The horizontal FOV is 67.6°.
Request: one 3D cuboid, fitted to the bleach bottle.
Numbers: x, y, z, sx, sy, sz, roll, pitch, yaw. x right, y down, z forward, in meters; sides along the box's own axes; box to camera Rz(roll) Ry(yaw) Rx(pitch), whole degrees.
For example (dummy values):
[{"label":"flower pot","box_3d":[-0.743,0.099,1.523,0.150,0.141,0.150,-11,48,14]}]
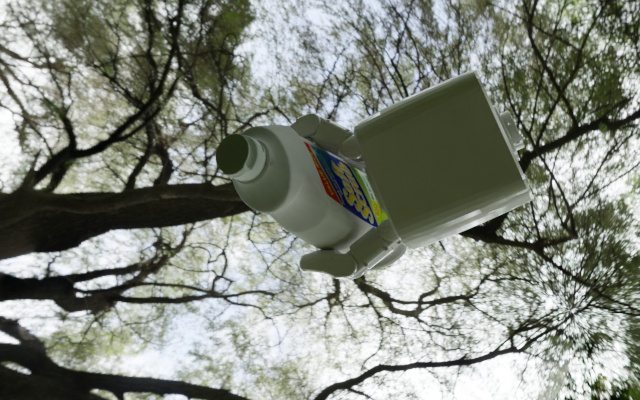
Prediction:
[{"label":"bleach bottle","box_3d":[0.000,0.001,0.425,0.068,0.102,0.251,-25,-22,21]}]
